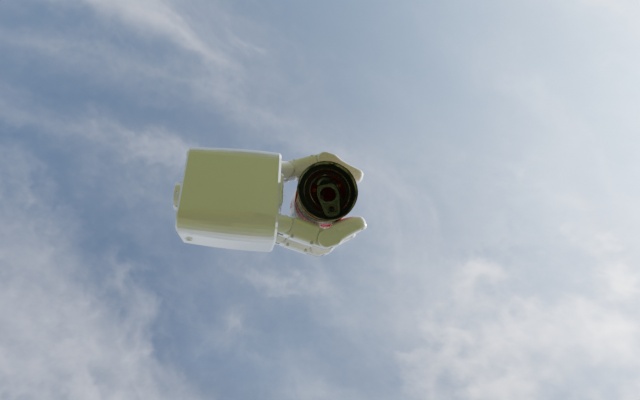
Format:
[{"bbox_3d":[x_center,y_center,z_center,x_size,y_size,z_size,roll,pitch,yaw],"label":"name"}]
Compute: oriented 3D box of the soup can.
[{"bbox_3d":[0.001,0.002,0.568,0.068,0.068,0.102,0,-15,-9],"label":"soup can"}]
